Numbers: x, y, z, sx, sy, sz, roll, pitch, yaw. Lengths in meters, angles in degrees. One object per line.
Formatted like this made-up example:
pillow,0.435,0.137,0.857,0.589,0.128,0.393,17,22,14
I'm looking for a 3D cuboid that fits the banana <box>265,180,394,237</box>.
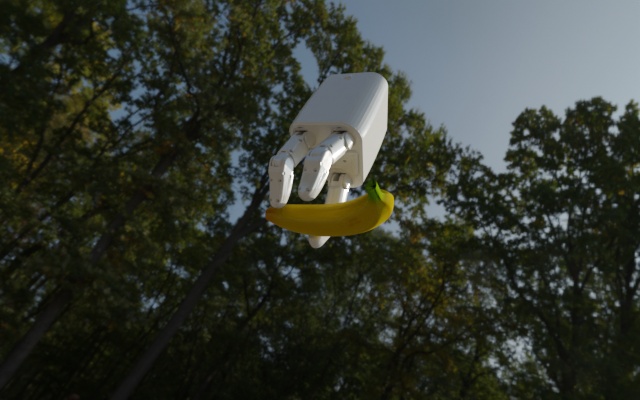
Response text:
banana,0.015,0.012,0.524,0.070,0.037,0.198,41,-32,-23
